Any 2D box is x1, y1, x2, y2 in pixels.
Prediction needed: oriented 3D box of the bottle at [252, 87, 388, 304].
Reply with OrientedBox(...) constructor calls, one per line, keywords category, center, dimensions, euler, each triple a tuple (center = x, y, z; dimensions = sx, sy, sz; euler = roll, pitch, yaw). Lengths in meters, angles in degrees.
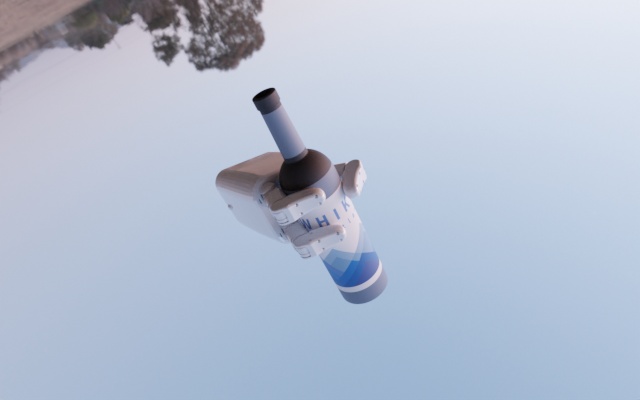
OrientedBox(category="bottle", center=(0.000, 0.002, 0.569), dimensions=(0.069, 0.296, 0.069), euler=(-20, 31, 13))
